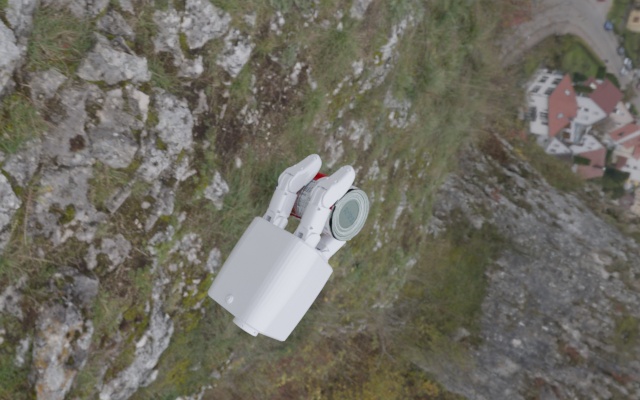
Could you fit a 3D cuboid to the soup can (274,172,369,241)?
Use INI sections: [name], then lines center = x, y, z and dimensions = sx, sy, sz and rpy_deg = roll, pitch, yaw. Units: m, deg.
[soup can]
center = 0.001, 0.002, 0.590
dimensions = 0.102, 0.068, 0.068
rpy_deg = 24, 16, 40
